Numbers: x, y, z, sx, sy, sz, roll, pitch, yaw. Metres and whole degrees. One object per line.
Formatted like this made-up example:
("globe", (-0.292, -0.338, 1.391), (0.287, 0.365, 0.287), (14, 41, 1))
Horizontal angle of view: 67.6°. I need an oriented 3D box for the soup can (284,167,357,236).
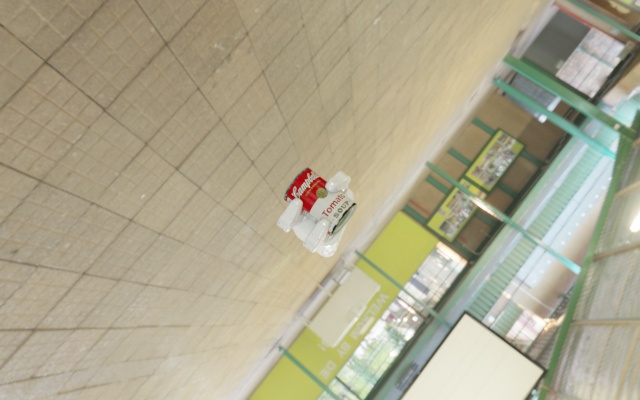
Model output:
("soup can", (0.000, 0.002, 0.779), (0.102, 0.068, 0.068), (37, 9, 13))
